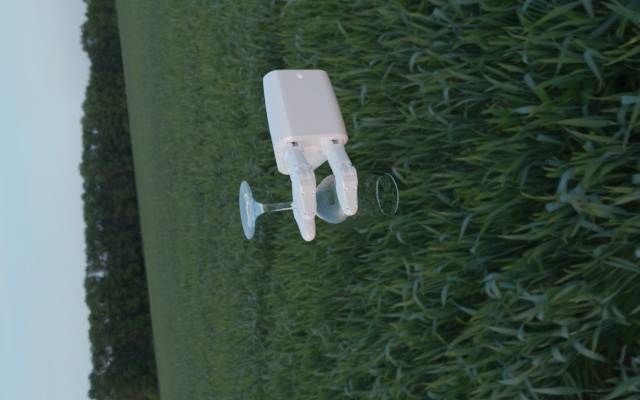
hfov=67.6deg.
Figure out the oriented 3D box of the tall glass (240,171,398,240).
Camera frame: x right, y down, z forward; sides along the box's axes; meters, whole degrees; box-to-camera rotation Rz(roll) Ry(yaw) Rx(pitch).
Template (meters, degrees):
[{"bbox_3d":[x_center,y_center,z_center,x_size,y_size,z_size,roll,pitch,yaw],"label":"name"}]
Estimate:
[{"bbox_3d":[-0.001,0.002,0.629,0.201,0.079,0.079,-6,2,-20],"label":"tall glass"}]
